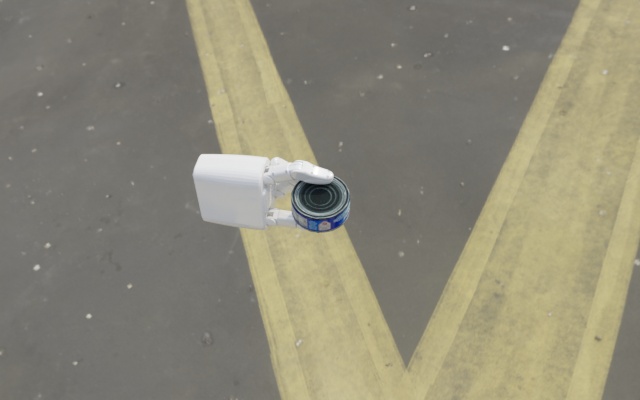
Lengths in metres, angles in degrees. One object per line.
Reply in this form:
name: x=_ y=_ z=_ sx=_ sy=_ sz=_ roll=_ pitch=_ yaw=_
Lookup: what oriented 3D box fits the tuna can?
tuna can: x=0.000 y=0.002 z=0.686 sx=0.086 sy=0.086 sz=0.034 roll=0 pitch=-38 yaw=1
